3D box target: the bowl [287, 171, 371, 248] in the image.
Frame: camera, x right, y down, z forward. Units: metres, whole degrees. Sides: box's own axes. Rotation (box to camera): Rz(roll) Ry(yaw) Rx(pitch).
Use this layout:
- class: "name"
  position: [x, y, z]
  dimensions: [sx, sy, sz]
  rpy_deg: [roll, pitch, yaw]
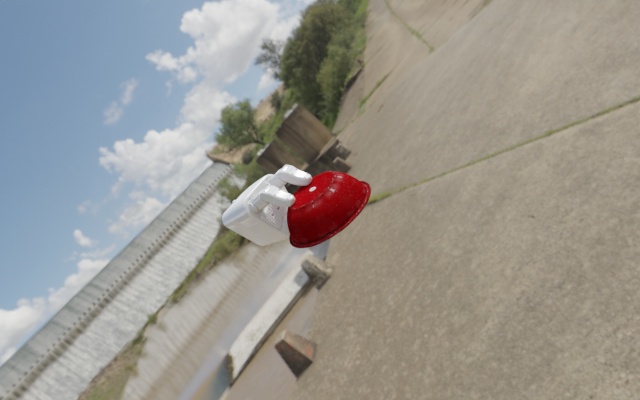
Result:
- class: "bowl"
  position: [0.001, 0.002, 0.775]
  dimensions: [0.162, 0.055, 0.162]
  rpy_deg: [-31, 22, 14]
